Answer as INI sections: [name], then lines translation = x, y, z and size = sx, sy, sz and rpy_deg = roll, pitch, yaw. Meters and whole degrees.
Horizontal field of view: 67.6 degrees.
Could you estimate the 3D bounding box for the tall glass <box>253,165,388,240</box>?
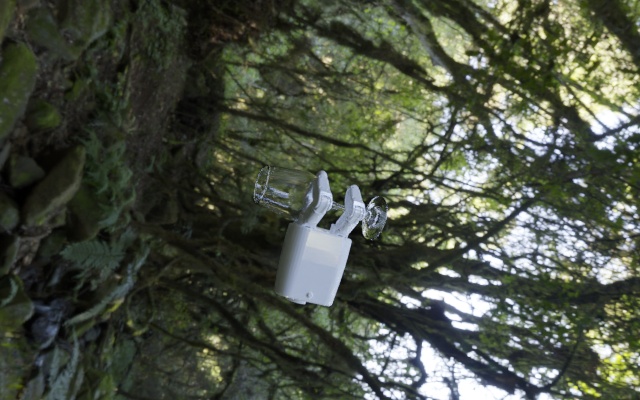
[tall glass]
translation = 0.001, 0.002, 0.743
size = 0.201, 0.079, 0.079
rpy_deg = 17, -7, -22
